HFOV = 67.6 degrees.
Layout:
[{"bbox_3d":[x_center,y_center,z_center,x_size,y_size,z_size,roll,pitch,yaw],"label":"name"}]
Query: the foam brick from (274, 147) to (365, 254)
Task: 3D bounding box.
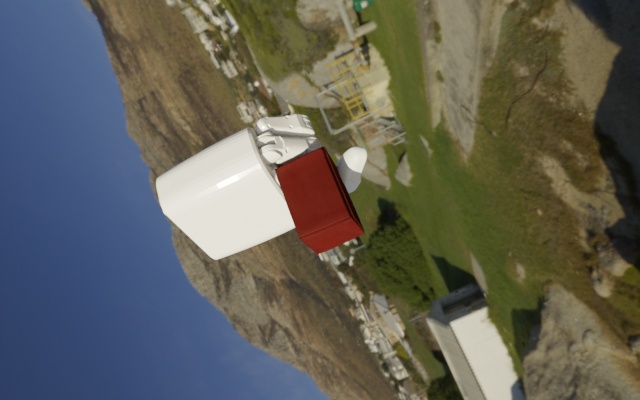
[{"bbox_3d":[0.000,0.002,0.442,0.051,0.078,0.053,-25,-27,7],"label":"foam brick"}]
